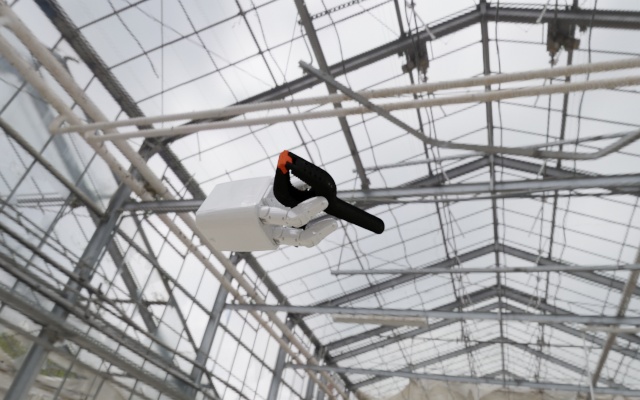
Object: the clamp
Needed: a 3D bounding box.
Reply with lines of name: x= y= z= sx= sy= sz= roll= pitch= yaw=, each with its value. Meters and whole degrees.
clamp: x=0.000 y=0.001 z=0.717 sx=0.164 sy=0.036 sz=0.210 roll=-7 pitch=-40 yaw=17
